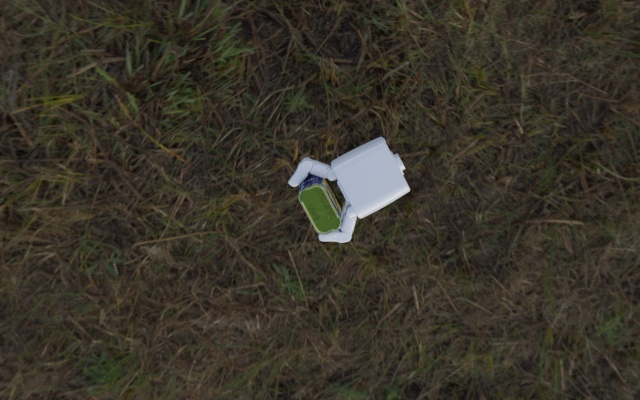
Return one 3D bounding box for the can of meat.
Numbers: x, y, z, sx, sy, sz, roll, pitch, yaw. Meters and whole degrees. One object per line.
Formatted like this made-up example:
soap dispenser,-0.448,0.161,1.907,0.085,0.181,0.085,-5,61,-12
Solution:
can of meat,0.000,0.003,0.883,0.057,0.102,0.084,-25,18,9
